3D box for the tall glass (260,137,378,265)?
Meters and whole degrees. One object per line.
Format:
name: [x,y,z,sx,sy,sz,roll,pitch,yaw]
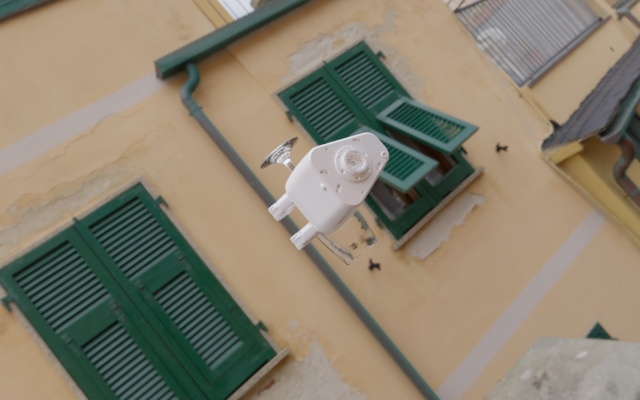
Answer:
tall glass: [0.000,0.002,0.728,0.079,0.201,0.079,-39,-4,-3]
